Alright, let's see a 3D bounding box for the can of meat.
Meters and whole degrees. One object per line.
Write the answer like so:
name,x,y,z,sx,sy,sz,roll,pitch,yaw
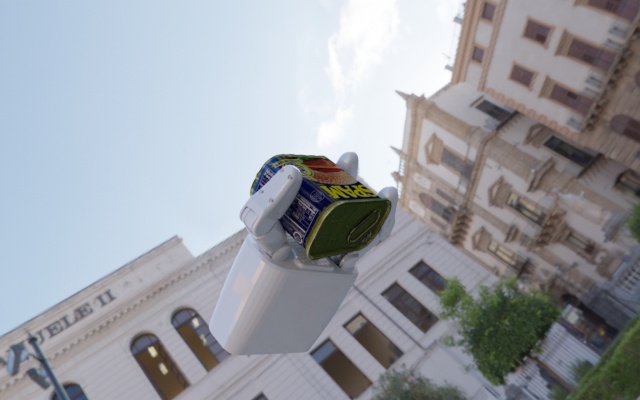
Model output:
can of meat,0.000,0.001,0.427,0.084,0.057,0.102,39,25,30
